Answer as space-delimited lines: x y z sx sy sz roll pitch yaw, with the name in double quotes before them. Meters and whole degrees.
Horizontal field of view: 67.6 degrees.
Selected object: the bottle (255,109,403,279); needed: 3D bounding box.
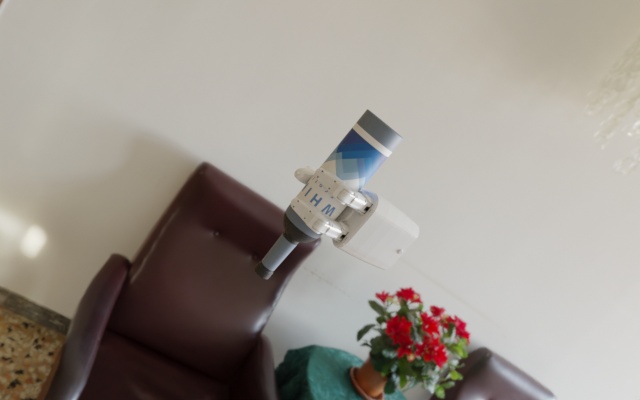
"bottle" 0.000 0.002 0.706 0.069 0.296 0.069 37 13 -10
